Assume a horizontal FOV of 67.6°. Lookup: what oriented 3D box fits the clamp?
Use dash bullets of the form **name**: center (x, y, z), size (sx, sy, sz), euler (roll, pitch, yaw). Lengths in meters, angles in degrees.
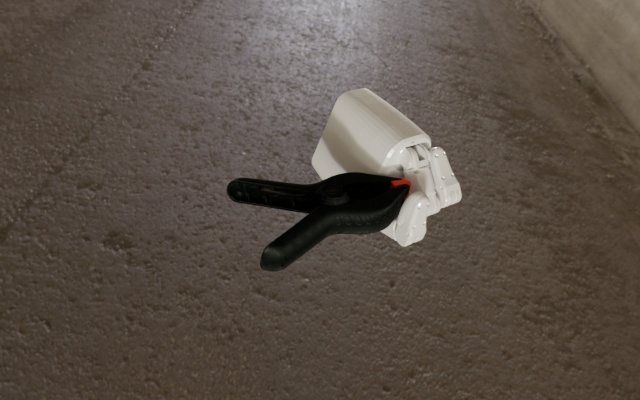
- **clamp**: center (0.000, 0.001, 0.440), size (0.171, 0.039, 0.120), euler (-14, 44, -29)
